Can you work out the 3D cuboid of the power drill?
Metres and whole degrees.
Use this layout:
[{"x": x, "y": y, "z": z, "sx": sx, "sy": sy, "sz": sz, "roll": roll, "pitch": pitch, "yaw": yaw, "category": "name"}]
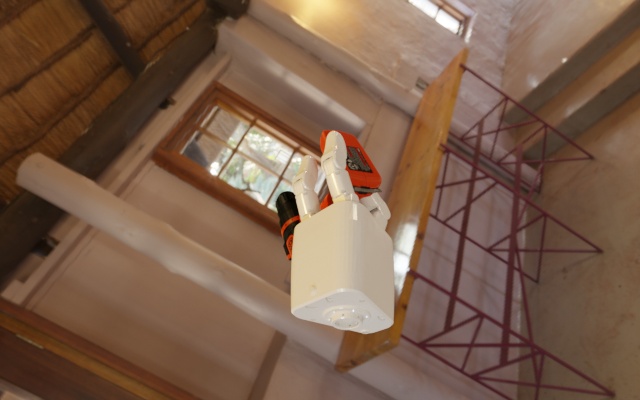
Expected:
[{"x": 0.000, "y": 0.002, "z": 0.645, "sx": 0.057, "sy": 0.188, "sz": 0.184, "roll": 3, "pitch": 40, "yaw": -30, "category": "power drill"}]
